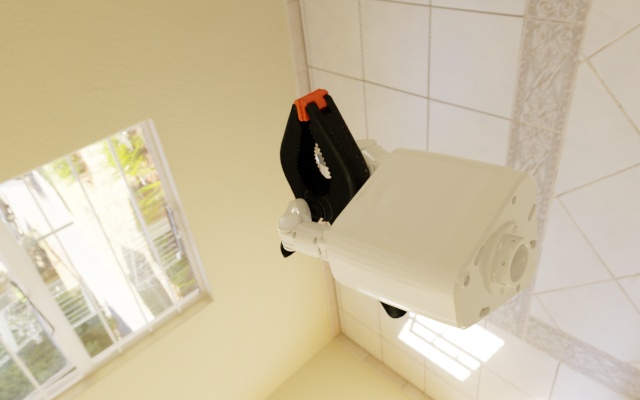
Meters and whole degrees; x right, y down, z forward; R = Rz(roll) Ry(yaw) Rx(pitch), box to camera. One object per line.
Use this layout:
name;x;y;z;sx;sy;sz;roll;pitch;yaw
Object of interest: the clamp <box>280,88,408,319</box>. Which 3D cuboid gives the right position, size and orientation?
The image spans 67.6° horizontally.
clamp;0.000;0.001;0.441;0.164;0.210;0.036;15;39;43
